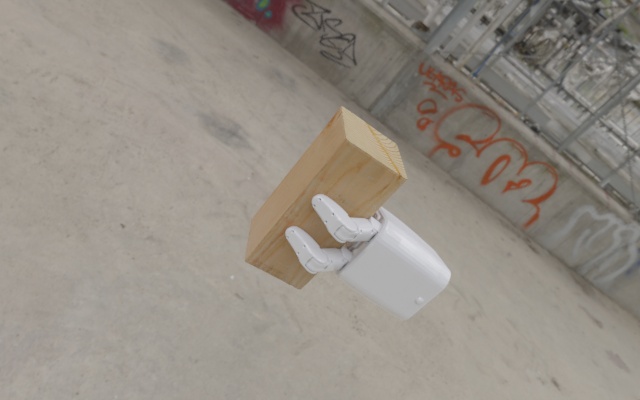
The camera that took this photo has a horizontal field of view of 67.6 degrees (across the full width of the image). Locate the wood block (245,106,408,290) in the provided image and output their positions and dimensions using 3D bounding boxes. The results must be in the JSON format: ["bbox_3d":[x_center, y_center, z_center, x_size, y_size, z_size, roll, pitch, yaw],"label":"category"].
[{"bbox_3d":[0.000,0.002,0.592,0.090,0.206,0.090,31,28,-20],"label":"wood block"}]
